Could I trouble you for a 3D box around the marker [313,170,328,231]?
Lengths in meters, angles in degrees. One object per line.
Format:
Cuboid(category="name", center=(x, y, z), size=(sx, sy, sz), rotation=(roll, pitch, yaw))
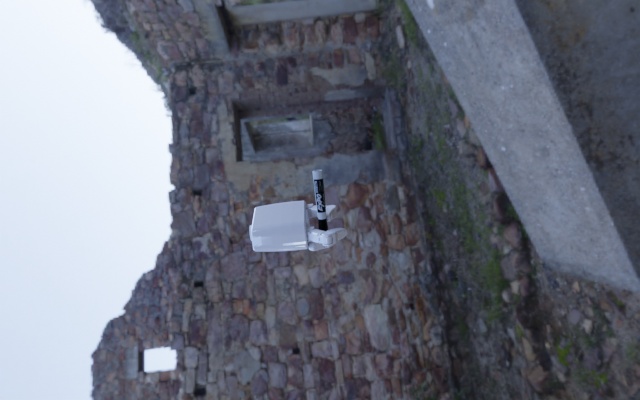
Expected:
Cuboid(category="marker", center=(0.000, 0.003, 0.899), size=(0.020, 0.121, 0.020), rotation=(-5, 13, 1))
